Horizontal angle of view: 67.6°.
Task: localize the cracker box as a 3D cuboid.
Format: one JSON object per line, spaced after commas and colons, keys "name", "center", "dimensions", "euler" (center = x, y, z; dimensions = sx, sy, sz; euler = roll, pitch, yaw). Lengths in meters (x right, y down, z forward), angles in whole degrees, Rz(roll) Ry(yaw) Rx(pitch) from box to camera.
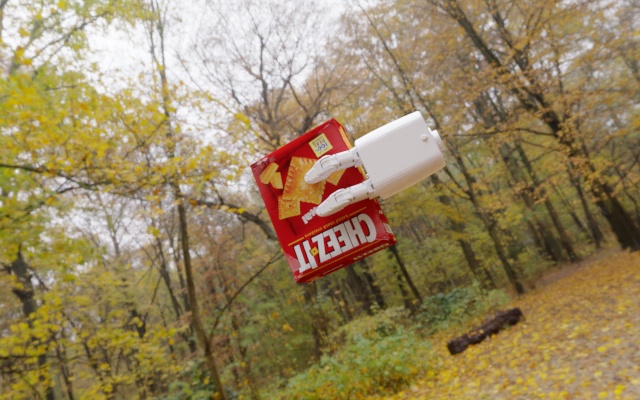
{"name": "cracker box", "center": [0.000, 0.002, 0.763], "dimensions": [0.164, 0.213, 0.072], "euler": [-27, -15, 14]}
